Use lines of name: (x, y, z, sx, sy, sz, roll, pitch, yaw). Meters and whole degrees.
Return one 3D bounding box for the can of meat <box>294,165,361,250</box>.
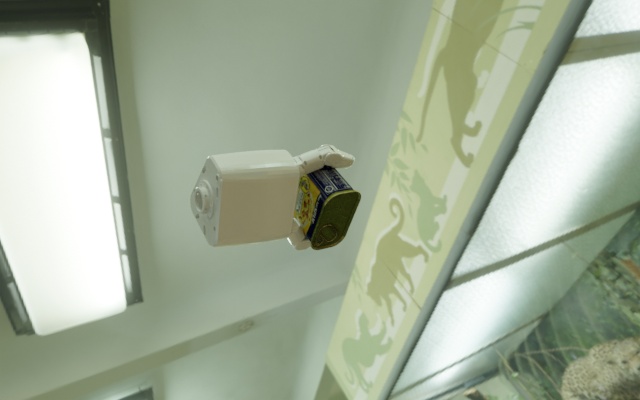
can of meat: (0.000, 0.002, 0.656, 0.057, 0.102, 0.084, -10, 45, -33)
